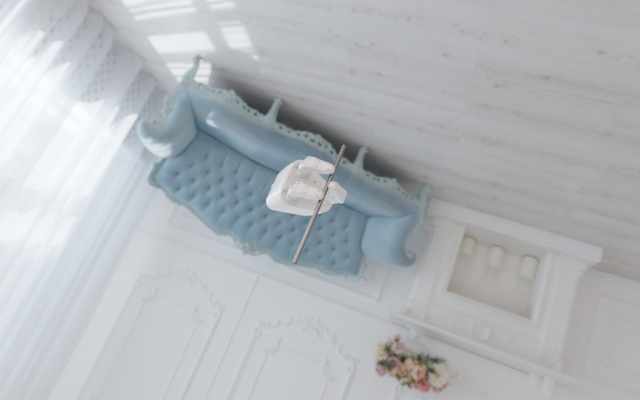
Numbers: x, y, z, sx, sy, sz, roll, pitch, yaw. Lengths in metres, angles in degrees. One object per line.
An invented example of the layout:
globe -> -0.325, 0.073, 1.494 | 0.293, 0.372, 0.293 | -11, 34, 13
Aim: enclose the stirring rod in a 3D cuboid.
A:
stirring rod -> 0.000, 0.003, 0.866 | 0.011, 0.239, 0.011 | 21, -17, 7
